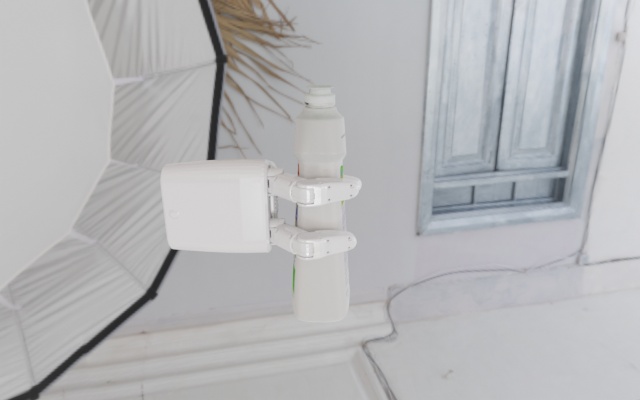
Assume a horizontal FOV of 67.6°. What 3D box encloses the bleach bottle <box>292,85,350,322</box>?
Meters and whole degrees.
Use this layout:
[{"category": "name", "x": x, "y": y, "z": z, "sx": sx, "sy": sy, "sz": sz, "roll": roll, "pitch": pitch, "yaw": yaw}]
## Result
[{"category": "bleach bottle", "x": 0.000, "y": 0.002, "z": 0.525, "sx": 0.068, "sy": 0.251, "sz": 0.102, "roll": 0, "pitch": 19, "yaw": 1}]
